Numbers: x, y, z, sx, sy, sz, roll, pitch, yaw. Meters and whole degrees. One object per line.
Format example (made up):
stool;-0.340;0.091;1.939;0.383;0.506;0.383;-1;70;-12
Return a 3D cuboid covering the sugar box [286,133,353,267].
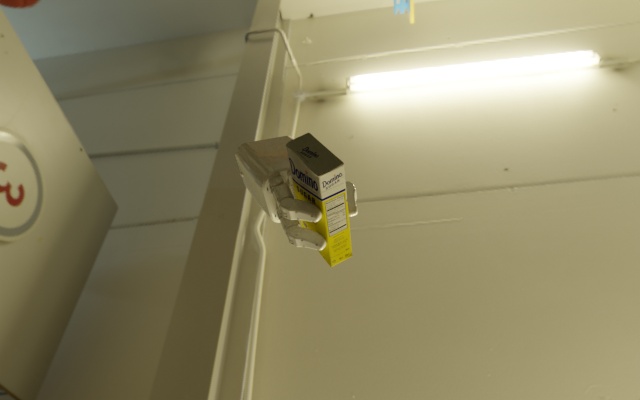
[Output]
sugar box;0.000;0.002;0.676;0.048;0.176;0.093;-28;44;-17
